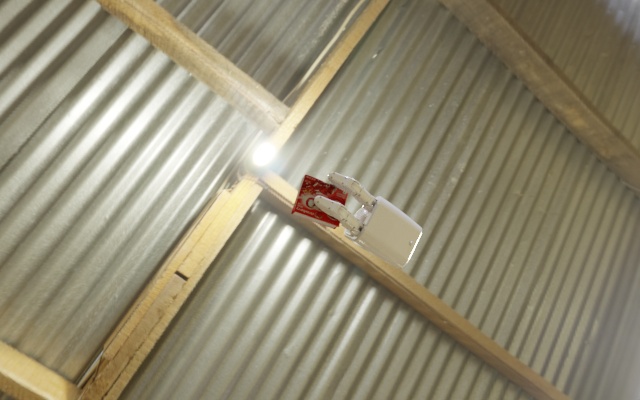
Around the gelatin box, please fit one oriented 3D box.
[{"bbox_3d":[0.000,0.003,0.865,0.089,0.073,0.030,20,-17,-11],"label":"gelatin box"}]
